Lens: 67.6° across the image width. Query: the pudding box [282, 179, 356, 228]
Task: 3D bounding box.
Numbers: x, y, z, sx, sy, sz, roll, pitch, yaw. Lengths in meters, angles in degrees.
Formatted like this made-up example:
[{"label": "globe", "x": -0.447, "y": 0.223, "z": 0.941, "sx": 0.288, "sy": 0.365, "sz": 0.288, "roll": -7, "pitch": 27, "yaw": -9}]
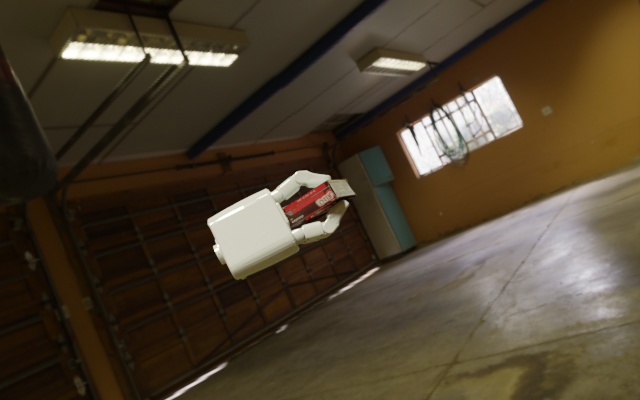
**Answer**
[{"label": "pudding box", "x": 0.000, "y": 0.002, "z": 0.771, "sx": 0.090, "sy": 0.039, "sz": 0.113, "roll": -31, "pitch": -5, "yaw": 18}]
